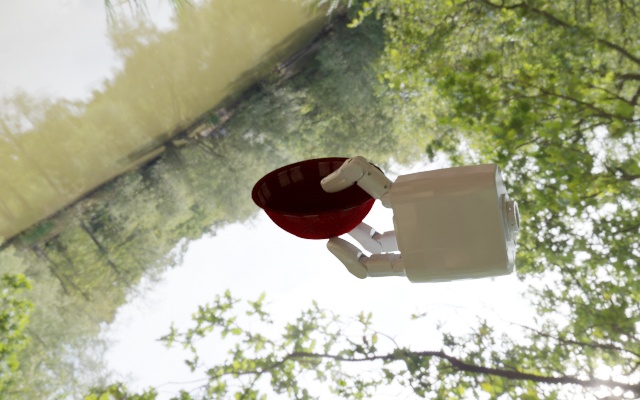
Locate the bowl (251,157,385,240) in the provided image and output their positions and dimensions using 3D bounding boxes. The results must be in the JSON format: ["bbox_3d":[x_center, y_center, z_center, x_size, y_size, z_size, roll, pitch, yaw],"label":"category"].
[{"bbox_3d":[-0.001,0.002,0.581,0.162,0.055,0.162,-6,27,3],"label":"bowl"}]
